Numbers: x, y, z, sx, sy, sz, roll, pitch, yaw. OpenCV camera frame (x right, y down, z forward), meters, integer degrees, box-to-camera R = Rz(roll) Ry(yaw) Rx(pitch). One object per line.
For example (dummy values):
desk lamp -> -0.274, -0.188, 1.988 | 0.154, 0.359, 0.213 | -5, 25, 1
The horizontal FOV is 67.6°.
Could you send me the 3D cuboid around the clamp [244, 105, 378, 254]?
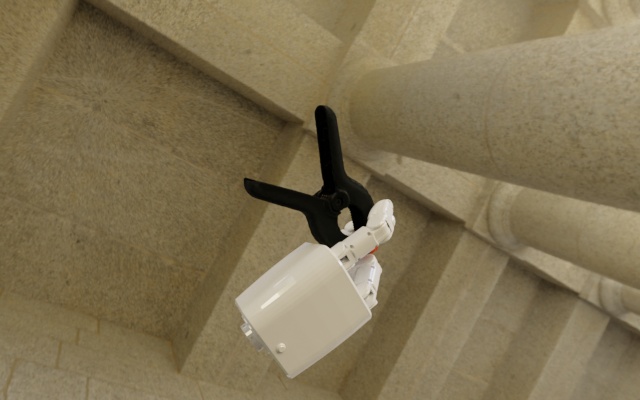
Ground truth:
clamp -> 0.000, 0.002, 0.501 | 0.120, 0.171, 0.039 | -36, 23, -14
